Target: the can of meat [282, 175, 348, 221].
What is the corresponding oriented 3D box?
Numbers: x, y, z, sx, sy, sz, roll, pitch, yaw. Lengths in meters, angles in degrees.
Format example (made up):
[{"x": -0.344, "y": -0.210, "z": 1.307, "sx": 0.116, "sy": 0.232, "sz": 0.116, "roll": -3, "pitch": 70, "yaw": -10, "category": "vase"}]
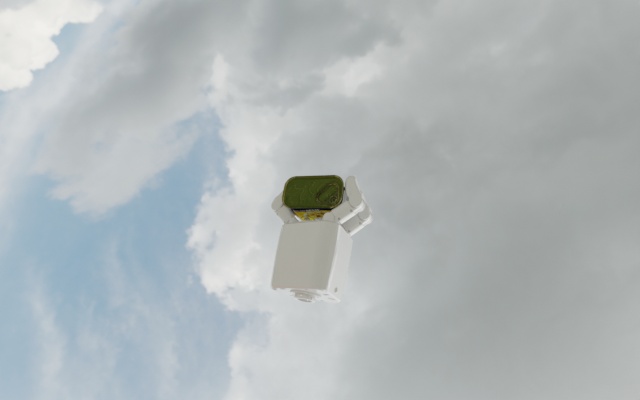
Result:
[{"x": 0.000, "y": 0.003, "z": 0.789, "sx": 0.102, "sy": 0.057, "sz": 0.084, "roll": -1, "pitch": -25, "yaw": 20, "category": "can of meat"}]
